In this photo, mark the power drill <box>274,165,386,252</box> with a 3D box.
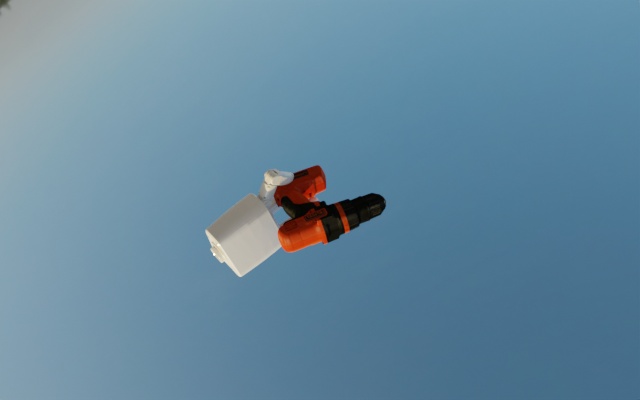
[{"bbox_3d":[0.000,0.003,0.828,0.184,0.057,0.187,-20,29,-9],"label":"power drill"}]
